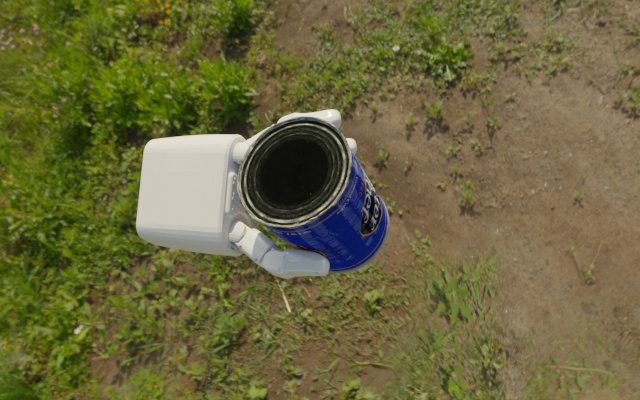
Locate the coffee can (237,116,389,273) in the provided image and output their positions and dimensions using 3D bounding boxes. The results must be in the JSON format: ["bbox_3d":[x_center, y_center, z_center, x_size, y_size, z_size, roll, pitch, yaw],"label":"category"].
[{"bbox_3d":[0.000,0.002,0.451,0.103,0.102,0.140,0,-23,21],"label":"coffee can"}]
